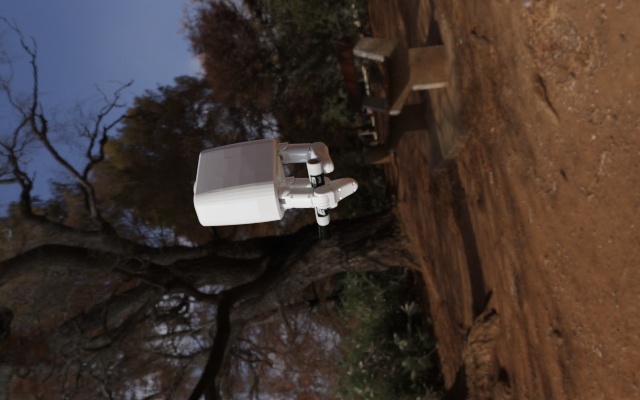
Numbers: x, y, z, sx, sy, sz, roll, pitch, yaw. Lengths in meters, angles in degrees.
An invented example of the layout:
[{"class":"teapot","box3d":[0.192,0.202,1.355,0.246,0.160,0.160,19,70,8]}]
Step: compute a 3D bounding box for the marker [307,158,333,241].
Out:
[{"class":"marker","box3d":[0.000,0.002,0.620,0.020,0.121,0.020,-6,32,4]}]
